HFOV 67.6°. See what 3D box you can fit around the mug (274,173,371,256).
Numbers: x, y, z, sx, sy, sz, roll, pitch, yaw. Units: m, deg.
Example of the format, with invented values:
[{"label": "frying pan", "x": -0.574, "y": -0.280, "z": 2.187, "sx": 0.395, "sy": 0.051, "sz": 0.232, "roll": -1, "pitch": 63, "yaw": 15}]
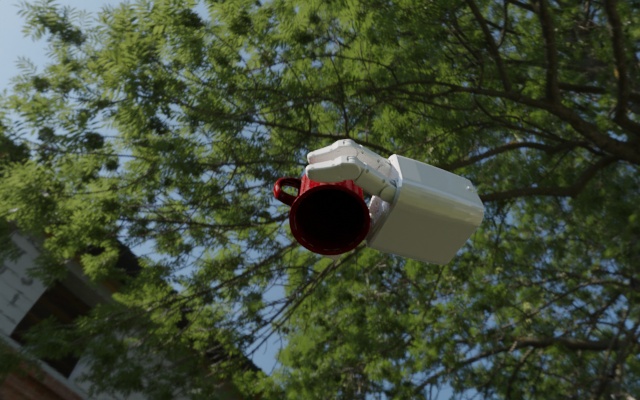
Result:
[{"label": "mug", "x": -0.001, "y": 0.001, "z": 0.574, "sx": 0.117, "sy": 0.093, "sz": 0.081, "roll": 18, "pitch": 27, "yaw": -8}]
